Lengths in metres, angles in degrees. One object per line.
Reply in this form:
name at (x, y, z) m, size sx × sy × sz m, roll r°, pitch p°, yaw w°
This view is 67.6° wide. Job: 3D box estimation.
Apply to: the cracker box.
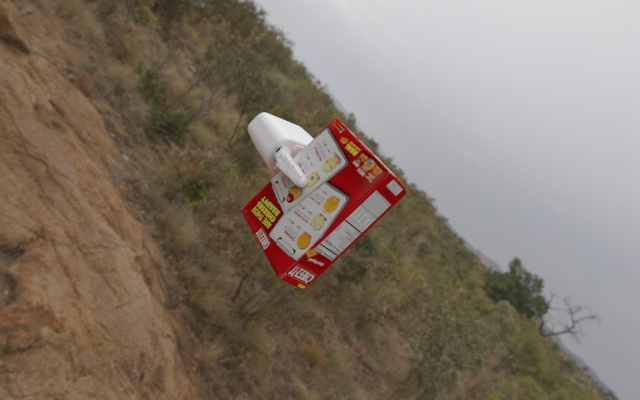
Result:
cracker box at (0.000, 0.002, 0.721) m, size 0.072 × 0.214 × 0.164 m, roll 38°, pitch 11°, yaw -45°
